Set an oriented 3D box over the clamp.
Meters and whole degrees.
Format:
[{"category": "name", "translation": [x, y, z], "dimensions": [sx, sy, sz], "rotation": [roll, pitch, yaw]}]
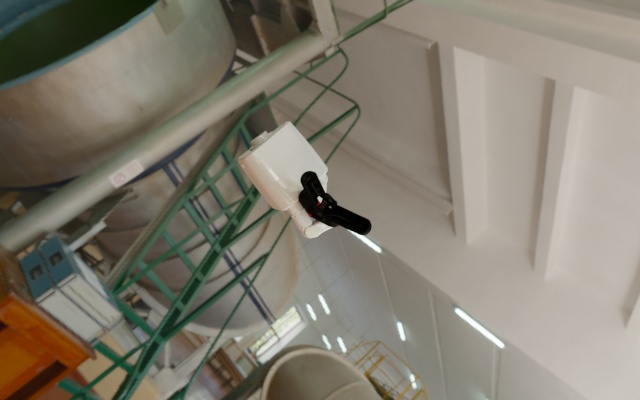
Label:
[{"category": "clamp", "translation": [0.001, 0.002, 0.711], "dimensions": [0.039, 0.120, 0.171], "rotation": [-45, 15, -15]}]
